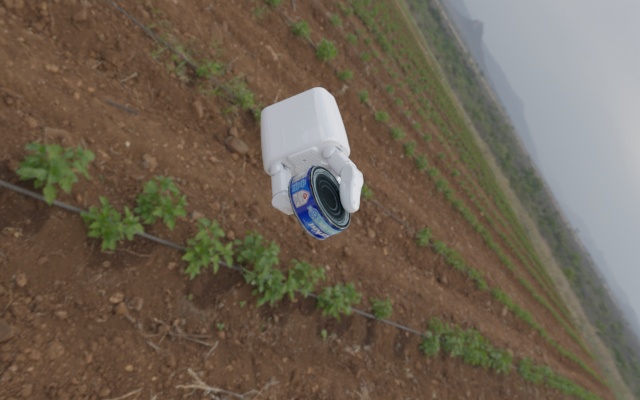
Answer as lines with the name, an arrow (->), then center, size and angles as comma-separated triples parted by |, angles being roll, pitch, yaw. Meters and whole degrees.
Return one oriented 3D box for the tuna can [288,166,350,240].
tuna can -> 0.001, 0.002, 0.573 | 0.034, 0.086, 0.086 | -26, -12, 25
